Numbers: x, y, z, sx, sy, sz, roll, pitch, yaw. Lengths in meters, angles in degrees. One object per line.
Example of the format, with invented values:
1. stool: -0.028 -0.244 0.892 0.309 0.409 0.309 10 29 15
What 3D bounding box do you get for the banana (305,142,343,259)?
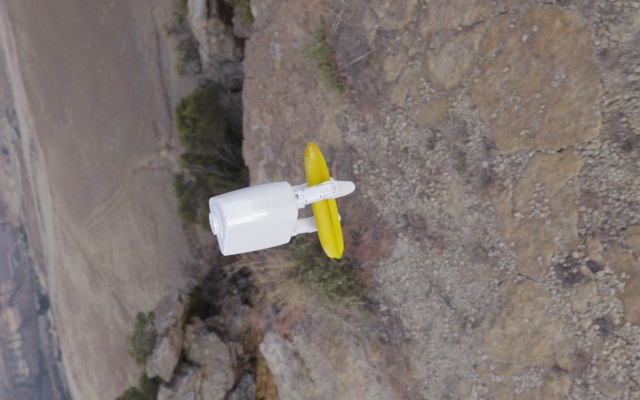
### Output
1. banana: 0.004 0.009 0.743 0.037 0.198 0.069 -14 12 -7
